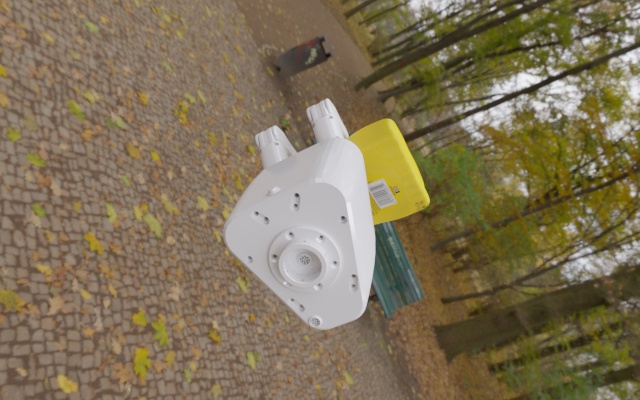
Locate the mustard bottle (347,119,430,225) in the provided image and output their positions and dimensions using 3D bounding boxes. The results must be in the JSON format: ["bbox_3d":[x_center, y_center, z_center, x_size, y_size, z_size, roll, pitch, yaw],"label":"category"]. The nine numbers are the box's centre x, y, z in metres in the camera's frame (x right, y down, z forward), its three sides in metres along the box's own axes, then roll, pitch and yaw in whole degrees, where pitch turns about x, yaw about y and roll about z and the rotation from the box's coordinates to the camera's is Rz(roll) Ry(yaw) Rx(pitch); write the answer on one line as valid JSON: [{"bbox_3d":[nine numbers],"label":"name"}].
[{"bbox_3d":[0.000,0.001,0.462,0.191,0.058,0.096,-24,-50,15],"label":"mustard bottle"}]
